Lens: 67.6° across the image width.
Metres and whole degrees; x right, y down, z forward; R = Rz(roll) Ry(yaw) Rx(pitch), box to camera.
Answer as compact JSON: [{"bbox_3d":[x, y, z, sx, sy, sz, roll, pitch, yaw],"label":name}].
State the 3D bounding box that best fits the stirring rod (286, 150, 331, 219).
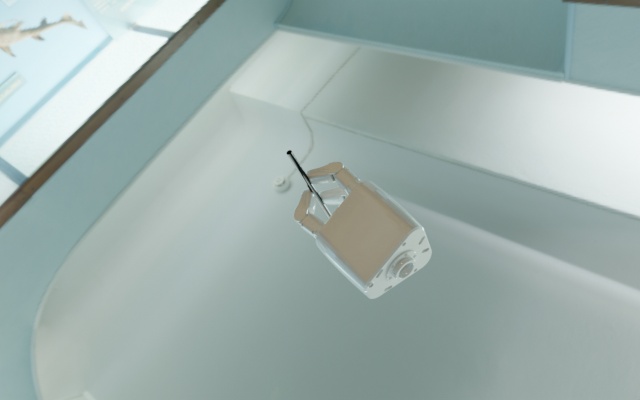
[{"bbox_3d":[0.000,0.002,0.721,0.011,0.011,0.240,0,-33,24],"label":"stirring rod"}]
